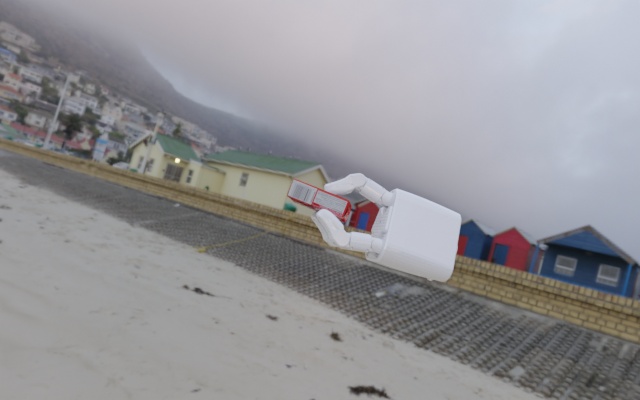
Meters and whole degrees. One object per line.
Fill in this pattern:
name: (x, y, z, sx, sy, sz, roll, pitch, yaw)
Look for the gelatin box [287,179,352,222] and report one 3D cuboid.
gelatin box: (0.000, 0.002, 0.698, 0.089, 0.030, 0.073, 22, -4, 7)
